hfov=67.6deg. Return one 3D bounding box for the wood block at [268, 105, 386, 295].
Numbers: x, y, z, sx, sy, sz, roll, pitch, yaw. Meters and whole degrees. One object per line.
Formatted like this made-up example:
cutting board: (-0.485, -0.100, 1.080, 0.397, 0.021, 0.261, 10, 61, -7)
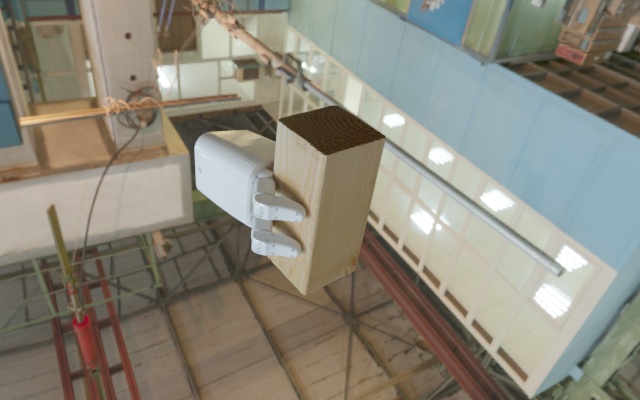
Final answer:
wood block: (0.000, 0.002, 0.586, 0.091, 0.206, 0.090, -22, 46, -34)
